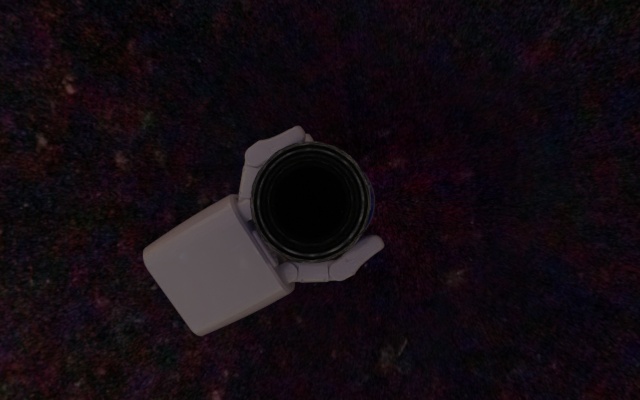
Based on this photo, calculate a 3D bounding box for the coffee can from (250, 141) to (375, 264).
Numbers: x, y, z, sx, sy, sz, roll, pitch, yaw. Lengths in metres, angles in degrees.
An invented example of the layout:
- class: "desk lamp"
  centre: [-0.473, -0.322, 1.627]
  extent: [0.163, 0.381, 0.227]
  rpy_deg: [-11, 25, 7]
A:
- class: "coffee can"
  centre: [0.000, 0.001, 0.465]
  extent: [0.103, 0.103, 0.140]
  rpy_deg: [0, 0, 8]
